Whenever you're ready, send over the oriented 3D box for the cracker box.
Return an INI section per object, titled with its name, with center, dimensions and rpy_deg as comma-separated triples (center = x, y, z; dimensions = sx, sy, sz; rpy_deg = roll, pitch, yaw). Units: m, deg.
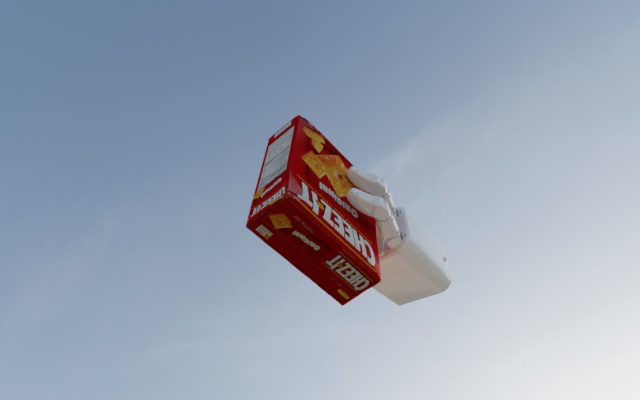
[cracker box]
center = 0.000, 0.002, 0.622
dimensions = 0.072, 0.164, 0.213
rpy_deg = -37, 25, 23
